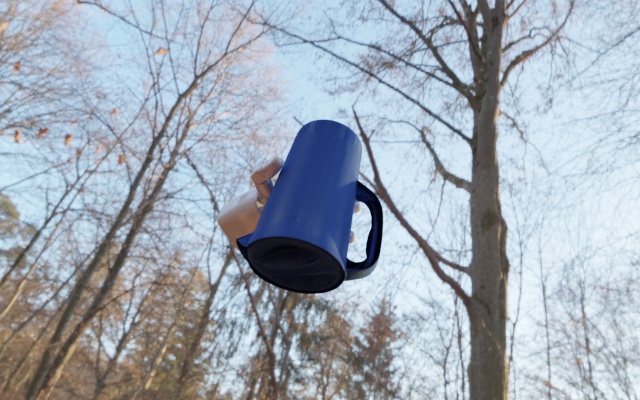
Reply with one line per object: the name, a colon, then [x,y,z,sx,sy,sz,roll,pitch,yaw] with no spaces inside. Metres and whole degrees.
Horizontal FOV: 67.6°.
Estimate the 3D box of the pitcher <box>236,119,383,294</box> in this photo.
pitcher: [0.000,0.002,0.681,0.145,0.242,0.149,-23,-52,39]
